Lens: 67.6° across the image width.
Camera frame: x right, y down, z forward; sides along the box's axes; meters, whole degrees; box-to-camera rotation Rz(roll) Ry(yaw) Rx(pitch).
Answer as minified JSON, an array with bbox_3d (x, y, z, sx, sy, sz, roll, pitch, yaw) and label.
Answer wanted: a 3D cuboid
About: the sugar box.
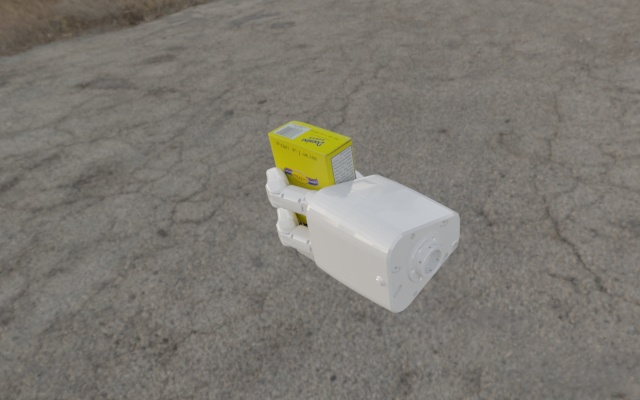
[{"bbox_3d":[0.000,0.002,0.550,0.048,0.176,0.093,-34,41,-32],"label":"sugar box"}]
